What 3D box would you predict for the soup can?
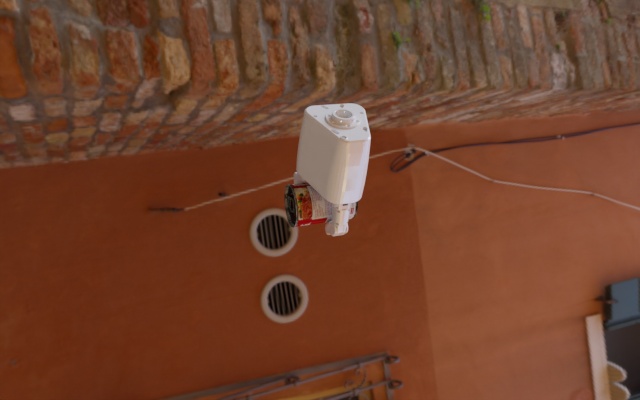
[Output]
[{"bbox_3d":[0.000,0.003,0.759,0.102,0.068,0.068,-7,2,-18],"label":"soup can"}]
